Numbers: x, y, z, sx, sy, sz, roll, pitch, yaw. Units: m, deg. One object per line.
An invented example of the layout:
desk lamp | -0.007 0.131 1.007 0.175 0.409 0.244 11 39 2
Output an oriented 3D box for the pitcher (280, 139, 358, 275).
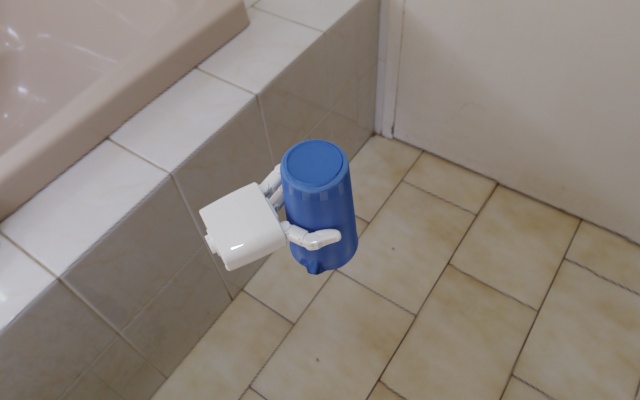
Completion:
pitcher | 0.000 0.003 0.835 0.145 0.149 0.243 -27 -34 -14
